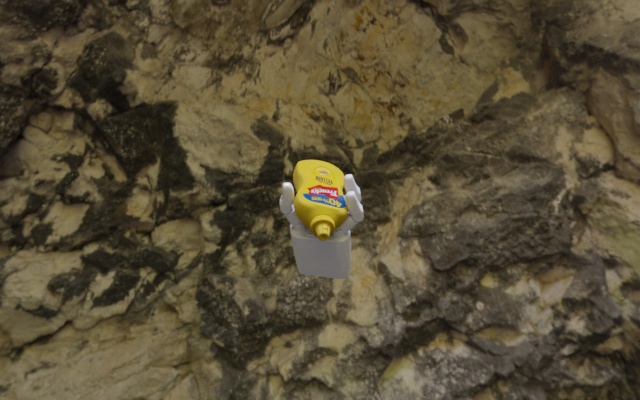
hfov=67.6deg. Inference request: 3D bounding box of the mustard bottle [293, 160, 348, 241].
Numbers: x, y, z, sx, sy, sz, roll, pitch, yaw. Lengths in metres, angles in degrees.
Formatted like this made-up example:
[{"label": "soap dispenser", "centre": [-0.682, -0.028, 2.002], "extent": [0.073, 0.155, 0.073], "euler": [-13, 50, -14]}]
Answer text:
[{"label": "mustard bottle", "centre": [0.000, 0.002, 0.849], "extent": [0.096, 0.058, 0.191], "euler": [15, 35, -14]}]
